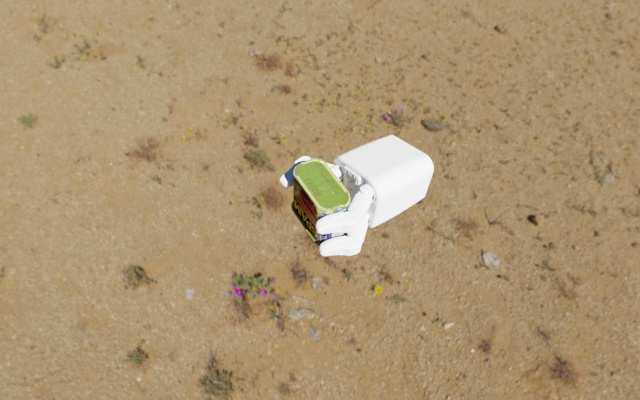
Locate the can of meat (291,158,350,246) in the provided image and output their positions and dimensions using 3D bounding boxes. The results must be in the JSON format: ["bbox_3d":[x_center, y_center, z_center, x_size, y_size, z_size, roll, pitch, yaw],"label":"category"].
[{"bbox_3d":[0.000,0.002,0.686,0.057,0.102,0.084,-24,-34,-20],"label":"can of meat"}]
